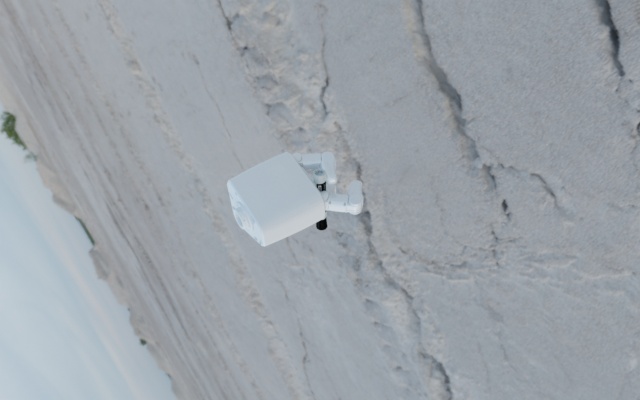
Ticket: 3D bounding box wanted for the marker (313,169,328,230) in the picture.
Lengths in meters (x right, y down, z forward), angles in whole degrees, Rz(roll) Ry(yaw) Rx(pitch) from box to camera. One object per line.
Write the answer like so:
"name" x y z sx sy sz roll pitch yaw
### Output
"marker" 0.000 0.002 0.739 0.020 0.121 0.020 -1 44 1
